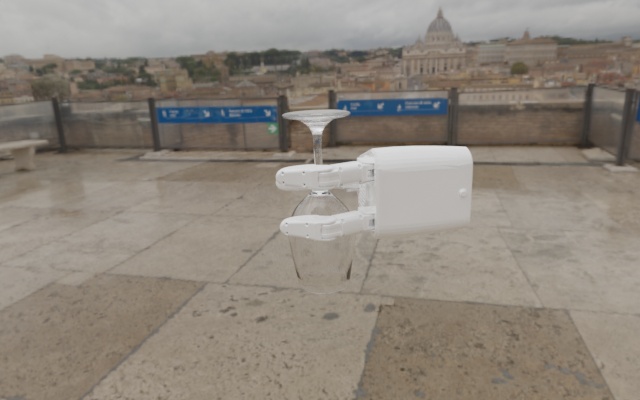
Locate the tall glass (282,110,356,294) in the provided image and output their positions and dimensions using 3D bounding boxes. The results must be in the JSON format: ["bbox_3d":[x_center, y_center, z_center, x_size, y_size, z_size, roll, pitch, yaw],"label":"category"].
[{"bbox_3d":[0.000,0.001,0.542,0.079,0.201,0.079,-2,17,1],"label":"tall glass"}]
